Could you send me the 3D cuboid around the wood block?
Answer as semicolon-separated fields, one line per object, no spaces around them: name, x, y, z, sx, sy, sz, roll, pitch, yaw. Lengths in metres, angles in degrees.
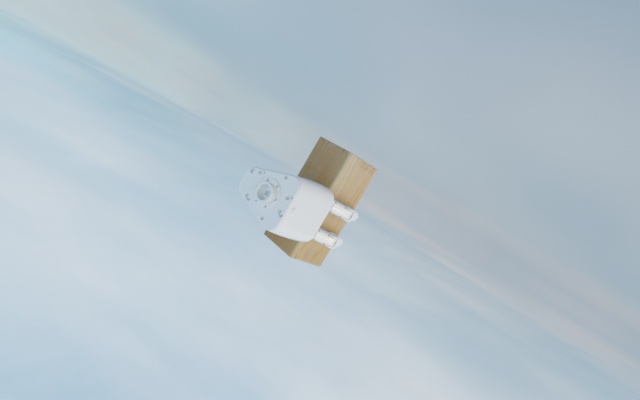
wood block;0.000;0.003;0.866;0.090;0.206;0.090;35;6;42
